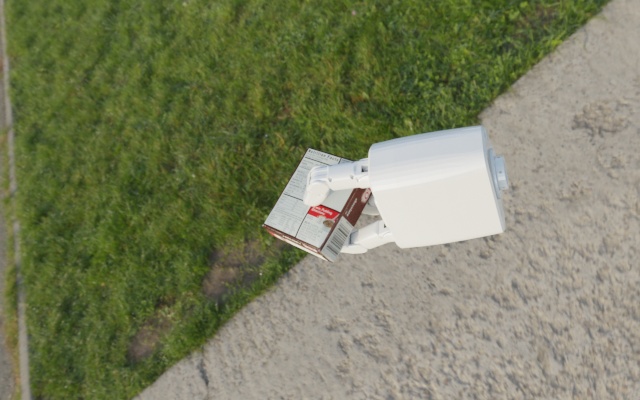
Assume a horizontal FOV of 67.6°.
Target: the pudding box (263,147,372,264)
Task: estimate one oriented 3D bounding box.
[{"bbox_3d":[0.000,0.002,0.539,0.090,0.113,0.039,20,-17,36],"label":"pudding box"}]
